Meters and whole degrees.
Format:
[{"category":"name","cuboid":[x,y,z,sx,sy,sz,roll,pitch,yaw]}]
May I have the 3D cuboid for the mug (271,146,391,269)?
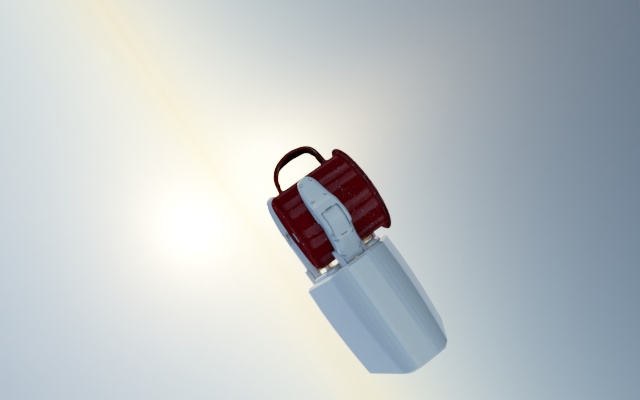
[{"category":"mug","cuboid":[-0.001,0.000,0.456,0.081,0.117,0.093,-35,-7,-9]}]
